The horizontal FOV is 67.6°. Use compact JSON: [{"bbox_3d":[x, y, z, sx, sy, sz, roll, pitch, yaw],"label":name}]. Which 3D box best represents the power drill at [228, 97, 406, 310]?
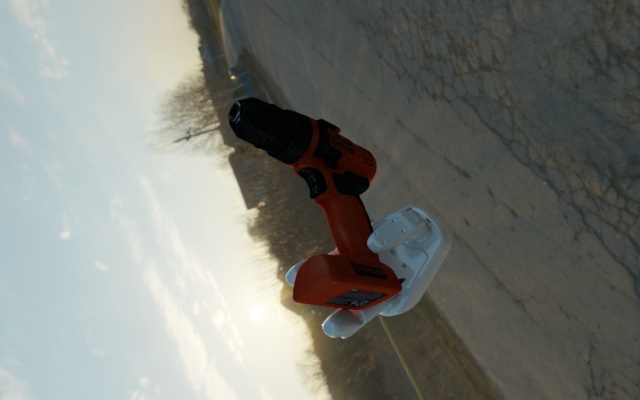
[{"bbox_3d":[0.000,0.002,0.446,0.184,0.187,0.057,18,-40,-41],"label":"power drill"}]
